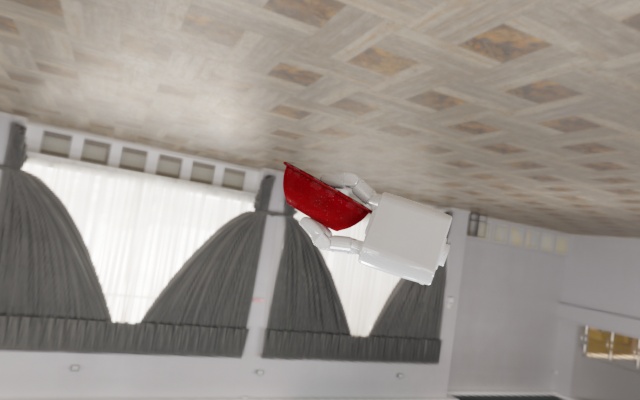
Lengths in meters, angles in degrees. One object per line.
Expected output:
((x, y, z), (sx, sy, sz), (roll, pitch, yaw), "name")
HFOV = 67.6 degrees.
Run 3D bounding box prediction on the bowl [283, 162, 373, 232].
((-0.001, 0.002, 0.743), (0.162, 0.055, 0.162), (30, 0, 0), "bowl")
